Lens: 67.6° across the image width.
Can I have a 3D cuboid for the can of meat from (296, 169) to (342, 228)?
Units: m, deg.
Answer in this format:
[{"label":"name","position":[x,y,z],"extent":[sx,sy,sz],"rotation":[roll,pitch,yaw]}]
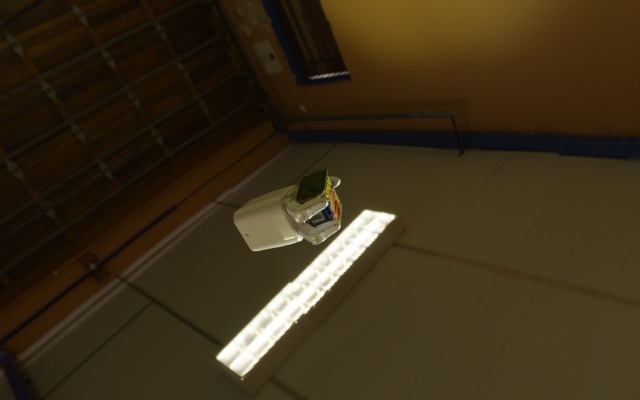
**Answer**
[{"label":"can of meat","position":[0.000,0.003,0.899],"extent":[0.057,0.084,0.102],"rotation":[-18,29,16]}]
